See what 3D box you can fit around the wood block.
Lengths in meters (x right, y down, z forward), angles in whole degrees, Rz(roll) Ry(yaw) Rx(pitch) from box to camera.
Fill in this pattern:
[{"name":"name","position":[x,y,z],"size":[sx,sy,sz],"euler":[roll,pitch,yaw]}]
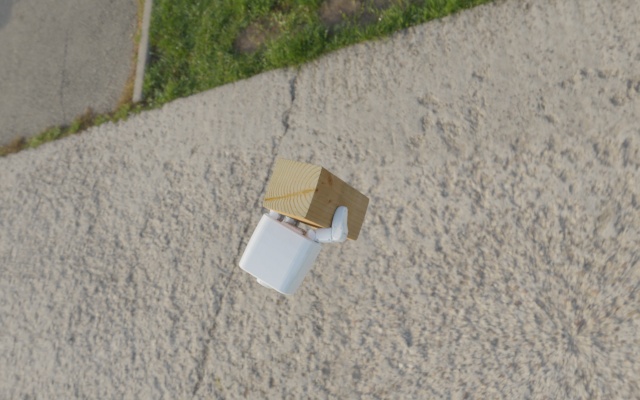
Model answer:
[{"name":"wood block","position":[0.000,0.003,0.860],"size":[0.091,0.090,0.206],"euler":[15,-7,30]}]
